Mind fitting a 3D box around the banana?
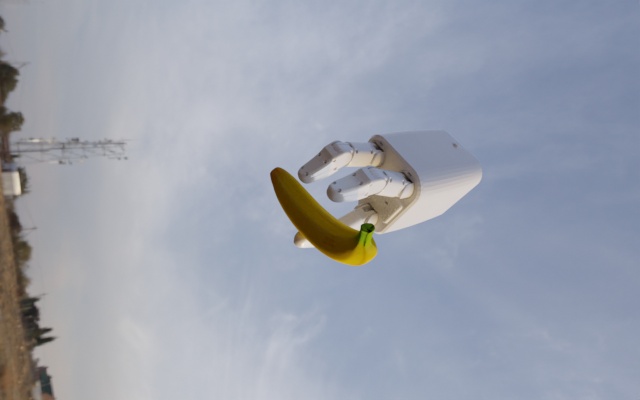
[{"bbox_3d":[0.003,0.020,0.494,0.037,0.070,0.197,-17,26,-27],"label":"banana"}]
